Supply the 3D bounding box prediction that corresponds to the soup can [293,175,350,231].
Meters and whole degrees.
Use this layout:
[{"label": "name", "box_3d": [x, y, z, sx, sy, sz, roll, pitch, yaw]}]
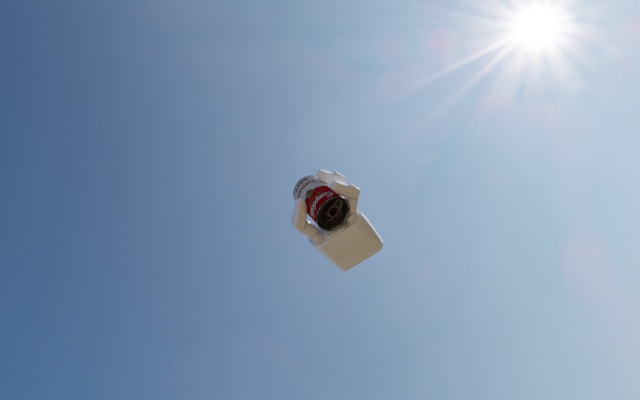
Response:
[{"label": "soup can", "box_3d": [0.000, 0.003, 0.881, 0.068, 0.068, 0.102, 0, 26, -31]}]
